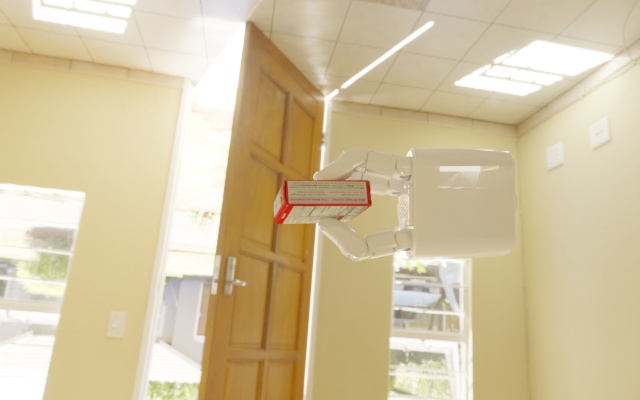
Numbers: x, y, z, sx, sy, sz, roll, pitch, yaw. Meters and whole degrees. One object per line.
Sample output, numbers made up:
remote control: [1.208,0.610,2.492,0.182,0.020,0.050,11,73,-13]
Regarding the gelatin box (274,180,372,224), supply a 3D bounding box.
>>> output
gelatin box: [0.000,0.002,0.498,0.089,0.030,0.073,-1,-16,-14]
